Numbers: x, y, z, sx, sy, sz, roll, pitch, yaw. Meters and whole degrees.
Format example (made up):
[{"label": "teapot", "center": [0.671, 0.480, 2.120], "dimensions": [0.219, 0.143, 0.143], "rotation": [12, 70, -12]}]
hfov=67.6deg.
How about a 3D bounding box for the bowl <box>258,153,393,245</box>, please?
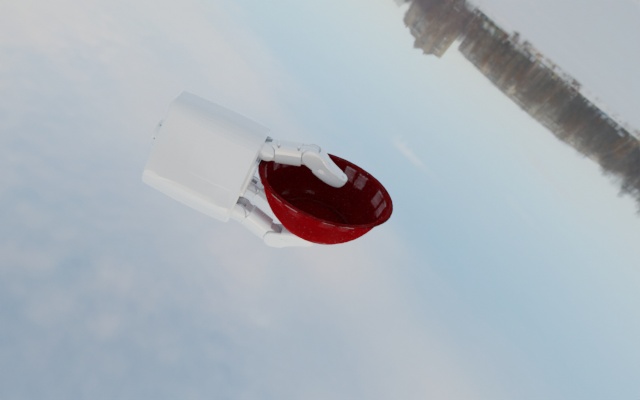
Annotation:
[{"label": "bowl", "center": [0.001, 0.003, 0.557], "dimensions": [0.162, 0.055, 0.162], "rotation": [15, 30, -9]}]
